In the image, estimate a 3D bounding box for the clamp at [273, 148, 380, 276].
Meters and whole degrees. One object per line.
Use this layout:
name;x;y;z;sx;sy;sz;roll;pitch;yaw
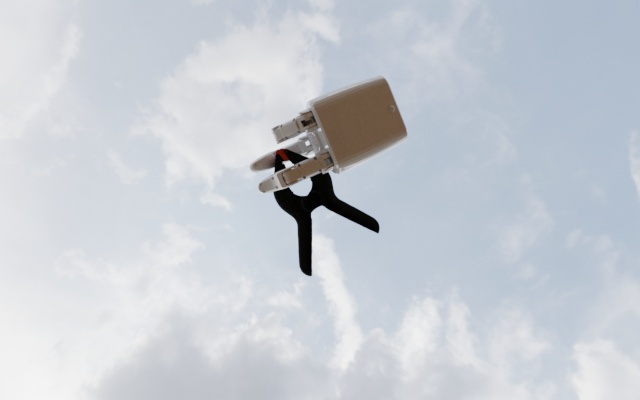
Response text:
clamp;0.000;0.002;0.634;0.120;0.171;0.039;-24;7;-10
